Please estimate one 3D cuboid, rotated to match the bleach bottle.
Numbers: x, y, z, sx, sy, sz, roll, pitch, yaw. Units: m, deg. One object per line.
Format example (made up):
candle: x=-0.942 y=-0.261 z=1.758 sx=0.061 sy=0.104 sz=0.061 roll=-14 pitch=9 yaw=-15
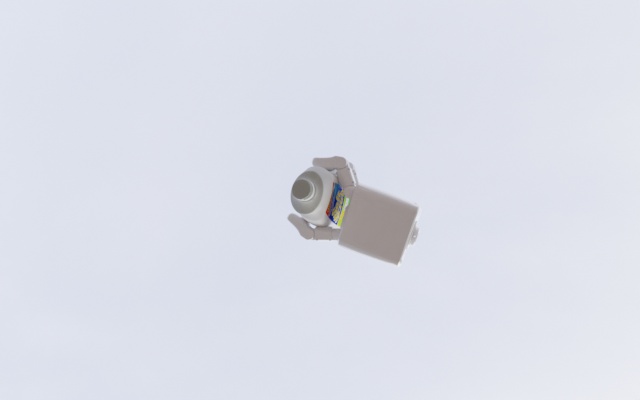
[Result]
bleach bottle: x=0.000 y=0.002 z=0.787 sx=0.068 sy=0.102 sz=0.251 roll=20 pitch=0 yaw=15
